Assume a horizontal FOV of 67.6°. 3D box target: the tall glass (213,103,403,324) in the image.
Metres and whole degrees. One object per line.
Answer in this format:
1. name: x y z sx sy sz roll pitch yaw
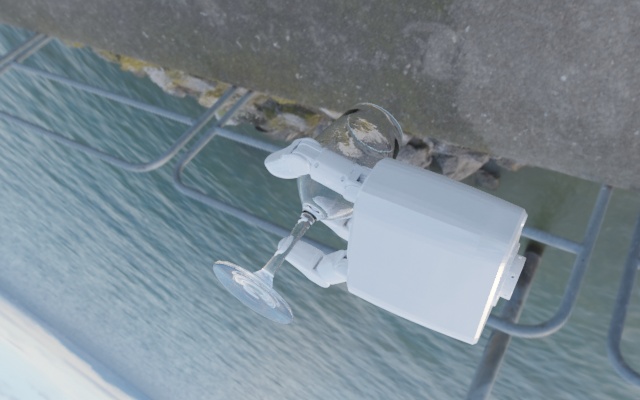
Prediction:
1. tall glass: 0.000 0.002 0.411 0.079 0.201 0.079 27 -30 17
